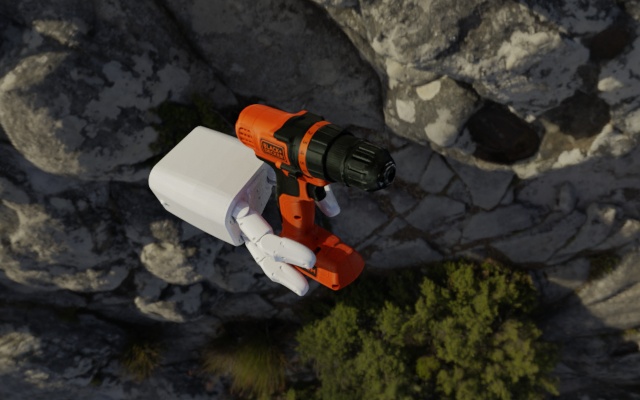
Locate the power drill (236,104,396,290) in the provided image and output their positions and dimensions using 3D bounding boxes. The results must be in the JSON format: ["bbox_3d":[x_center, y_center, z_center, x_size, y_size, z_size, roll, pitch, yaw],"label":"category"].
[{"bbox_3d":[0.000,0.002,0.487,0.184,0.188,0.057,26,48,37],"label":"power drill"}]
